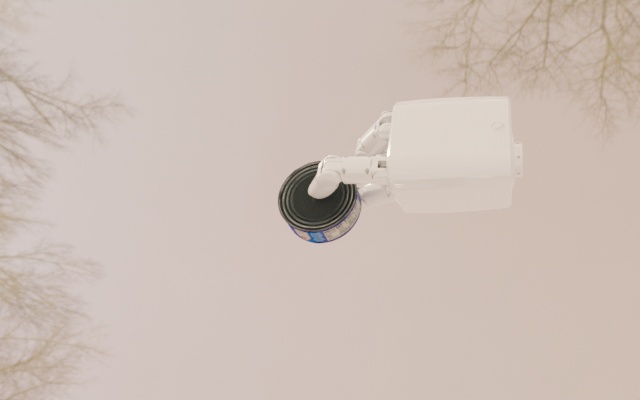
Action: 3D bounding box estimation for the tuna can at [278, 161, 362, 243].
[{"bbox_3d":[0.000,0.002,0.511,0.086,0.086,0.034,0,-30,17],"label":"tuna can"}]
